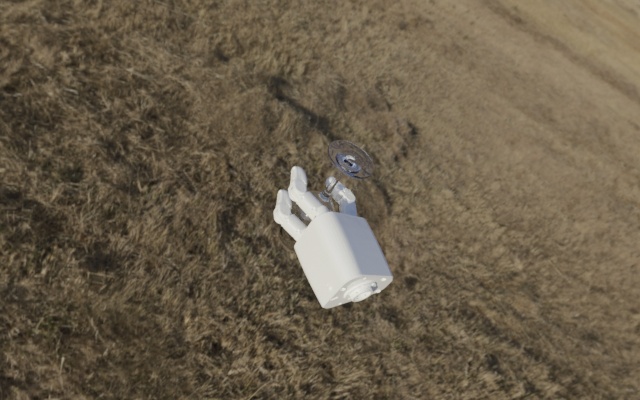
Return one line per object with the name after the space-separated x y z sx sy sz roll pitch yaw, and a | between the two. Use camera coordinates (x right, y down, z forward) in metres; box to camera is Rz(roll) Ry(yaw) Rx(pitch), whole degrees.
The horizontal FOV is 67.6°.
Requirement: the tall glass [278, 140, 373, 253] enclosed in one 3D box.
0.000 0.002 0.744 0.079 0.079 0.201 0 -38 -34 | tall glass
